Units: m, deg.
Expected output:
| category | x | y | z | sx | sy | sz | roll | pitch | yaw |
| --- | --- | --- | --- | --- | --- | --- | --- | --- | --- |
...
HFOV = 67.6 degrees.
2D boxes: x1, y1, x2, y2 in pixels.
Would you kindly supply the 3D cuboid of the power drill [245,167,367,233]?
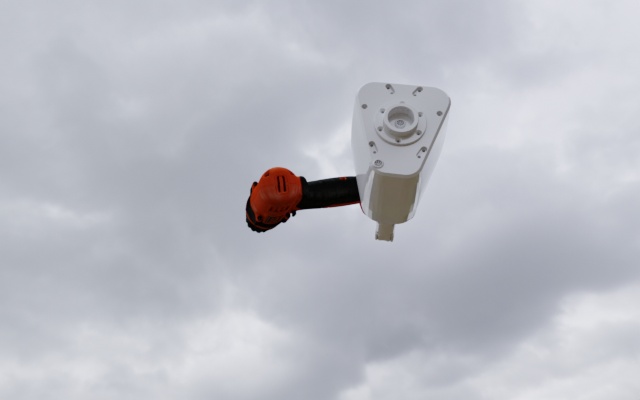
| category | x | y | z | sx | sy | sz | roll | pitch | yaw |
| --- | --- | --- | --- | --- | --- | --- | --- | --- | --- |
| power drill | 0.001 | 0.002 | 0.606 | 0.187 | 0.057 | 0.184 | -6 | -12 | -16 |
